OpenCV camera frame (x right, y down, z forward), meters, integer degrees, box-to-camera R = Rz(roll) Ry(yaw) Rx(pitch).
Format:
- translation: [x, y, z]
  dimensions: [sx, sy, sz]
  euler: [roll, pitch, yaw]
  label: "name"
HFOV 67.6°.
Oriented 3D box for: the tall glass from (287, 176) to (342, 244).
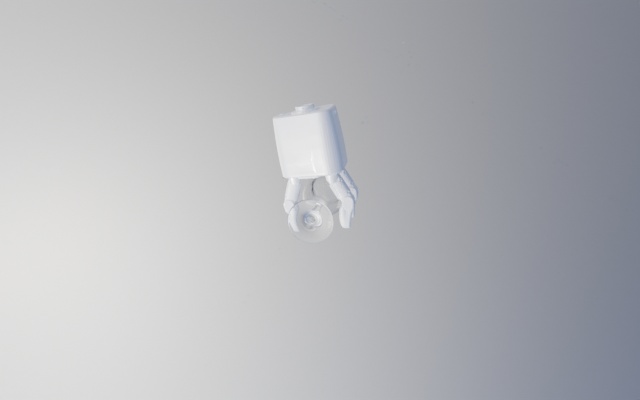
- translation: [0.000, 0.003, 0.845]
  dimensions: [0.079, 0.079, 0.201]
  euler: [0, 18, 10]
  label: "tall glass"
